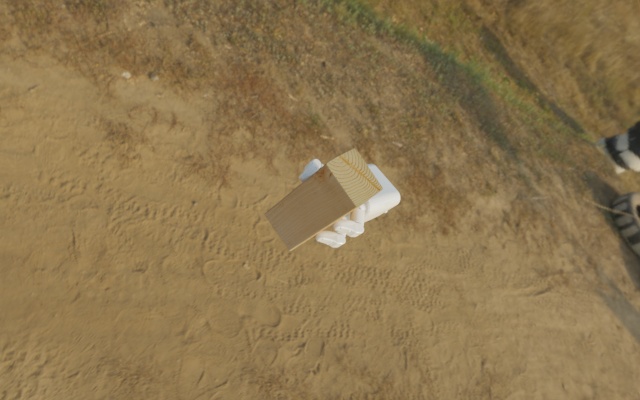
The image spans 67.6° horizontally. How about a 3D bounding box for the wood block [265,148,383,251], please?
[{"bbox_3d":[0.000,0.002,0.874,0.090,0.091,0.206,-32,-3,-45],"label":"wood block"}]
